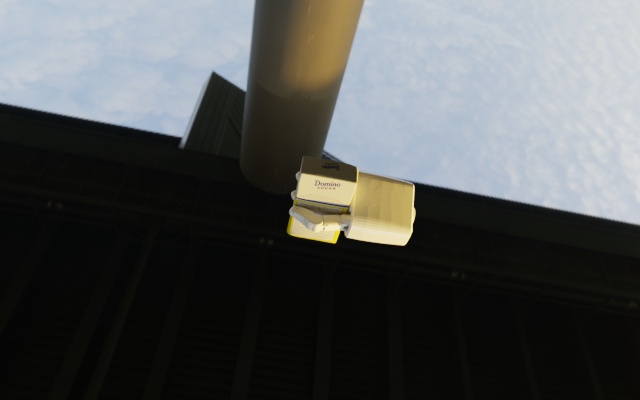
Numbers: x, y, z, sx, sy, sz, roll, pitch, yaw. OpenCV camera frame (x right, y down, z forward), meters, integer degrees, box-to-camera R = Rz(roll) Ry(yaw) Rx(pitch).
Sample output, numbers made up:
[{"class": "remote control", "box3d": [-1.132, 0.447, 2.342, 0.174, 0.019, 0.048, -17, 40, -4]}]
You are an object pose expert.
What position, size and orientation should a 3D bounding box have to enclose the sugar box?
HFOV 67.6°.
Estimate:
[{"class": "sugar box", "box3d": [0.000, 0.002, 0.818, 0.093, 0.048, 0.176, 11, -41, -5]}]
